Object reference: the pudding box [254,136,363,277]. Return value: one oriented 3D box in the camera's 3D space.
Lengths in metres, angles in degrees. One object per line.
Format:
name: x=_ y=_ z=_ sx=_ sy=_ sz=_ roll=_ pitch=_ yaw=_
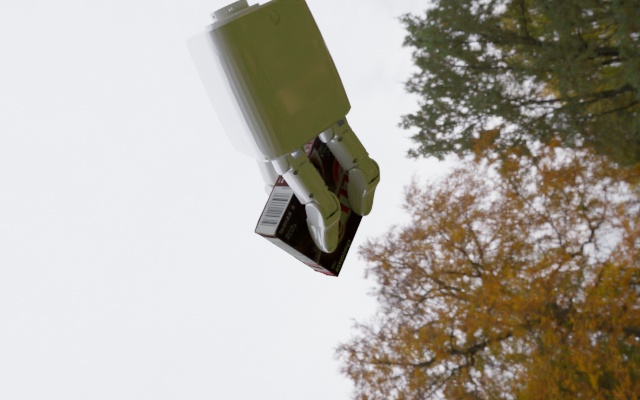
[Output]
pudding box: x=0.000 y=0.001 z=0.445 sx=0.039 sy=0.113 sz=0.090 roll=7 pitch=-24 yaw=49
